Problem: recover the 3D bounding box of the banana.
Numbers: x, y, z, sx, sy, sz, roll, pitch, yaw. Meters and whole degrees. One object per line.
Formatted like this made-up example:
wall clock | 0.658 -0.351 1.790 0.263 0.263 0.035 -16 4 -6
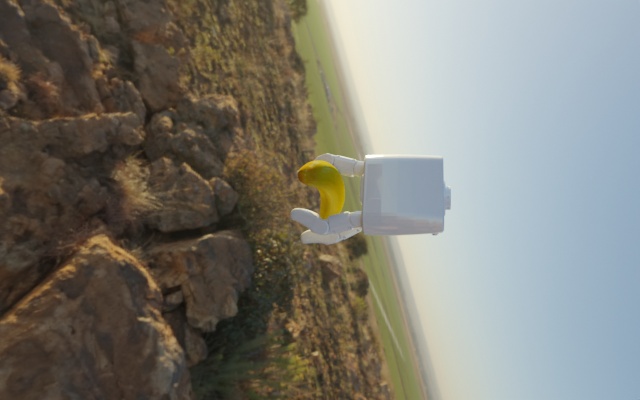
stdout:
banana | 0.007 -0.012 0.666 0.037 0.069 0.198 16 -23 16
